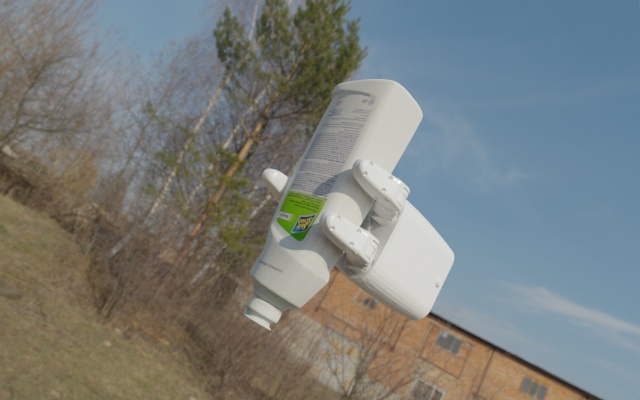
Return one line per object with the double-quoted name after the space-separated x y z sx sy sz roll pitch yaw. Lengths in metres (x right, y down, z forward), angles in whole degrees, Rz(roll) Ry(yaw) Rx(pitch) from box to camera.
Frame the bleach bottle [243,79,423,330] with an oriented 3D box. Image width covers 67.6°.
0.000 0.001 0.457 0.068 0.250 0.102 40 -17 -34 "bleach bottle"
